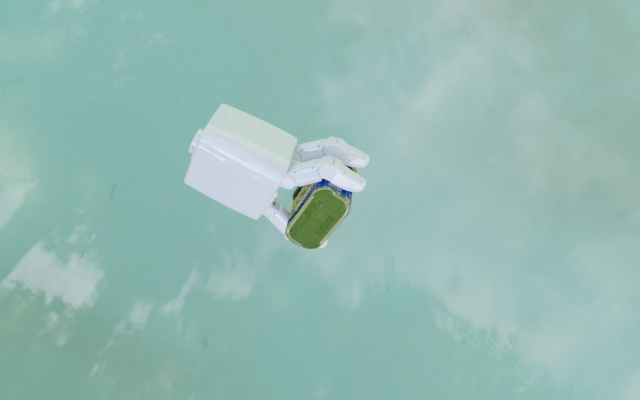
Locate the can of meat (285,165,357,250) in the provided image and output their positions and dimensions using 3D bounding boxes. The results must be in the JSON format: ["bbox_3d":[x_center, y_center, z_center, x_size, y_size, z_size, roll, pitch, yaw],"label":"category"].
[{"bbox_3d":[0.000,0.002,0.611,0.057,0.102,0.084,30,32,-12],"label":"can of meat"}]
